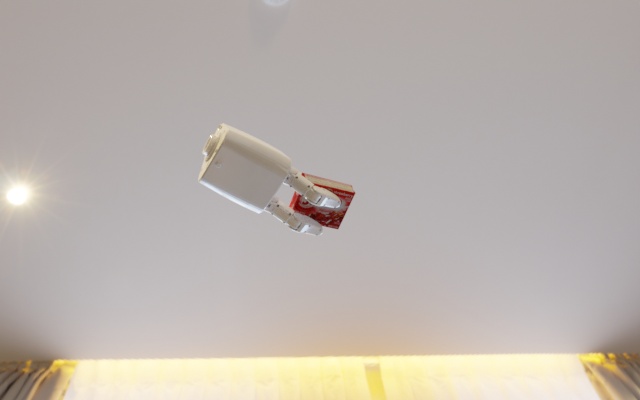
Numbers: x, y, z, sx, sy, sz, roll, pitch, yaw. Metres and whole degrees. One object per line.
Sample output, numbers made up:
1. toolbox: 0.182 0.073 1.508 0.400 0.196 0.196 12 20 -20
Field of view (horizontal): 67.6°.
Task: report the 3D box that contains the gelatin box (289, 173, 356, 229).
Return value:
1. gelatin box: 0.000 0.002 0.756 0.089 0.073 0.030 13 29 -20
